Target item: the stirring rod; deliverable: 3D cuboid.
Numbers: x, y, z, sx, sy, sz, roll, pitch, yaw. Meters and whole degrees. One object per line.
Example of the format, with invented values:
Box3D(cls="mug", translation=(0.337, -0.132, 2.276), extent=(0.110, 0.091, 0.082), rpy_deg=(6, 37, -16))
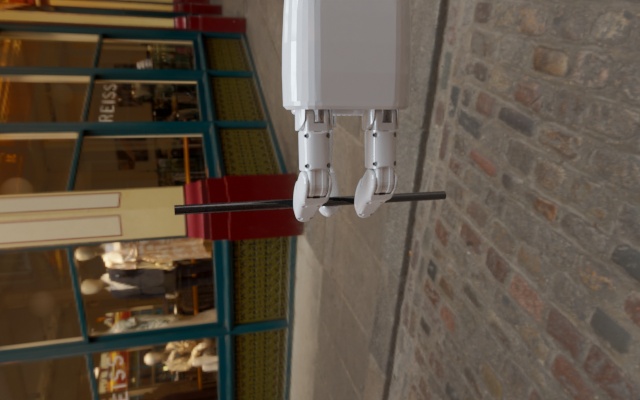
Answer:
Box3D(cls="stirring rod", translation=(0.000, 0.001, 0.410), extent=(0.239, 0.011, 0.011), rpy_deg=(-3, 1, -17))
